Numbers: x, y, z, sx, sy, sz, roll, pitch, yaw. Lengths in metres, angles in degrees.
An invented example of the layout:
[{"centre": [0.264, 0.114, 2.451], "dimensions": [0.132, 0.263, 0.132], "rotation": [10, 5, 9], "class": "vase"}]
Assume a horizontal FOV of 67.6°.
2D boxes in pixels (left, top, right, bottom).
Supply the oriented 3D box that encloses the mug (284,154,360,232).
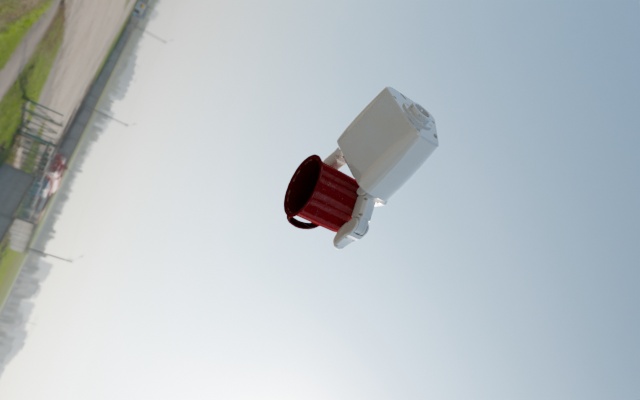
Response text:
[{"centre": [-0.001, 0.003, 0.673], "dimensions": [0.081, 0.093, 0.117], "rotation": [25, -56, -26], "class": "mug"}]
